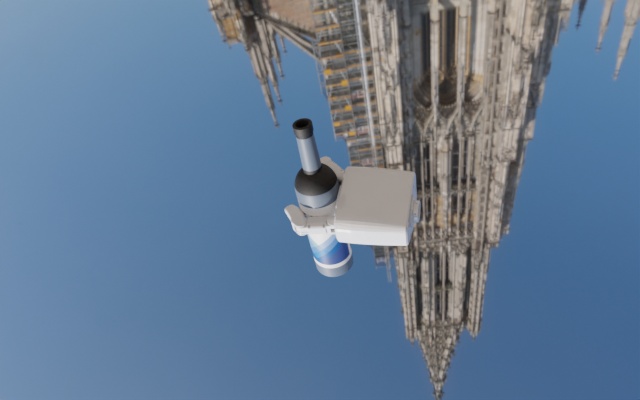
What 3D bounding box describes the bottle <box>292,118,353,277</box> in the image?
[{"bbox_3d":[0.000,0.003,0.742,0.069,0.296,0.069,-7,43,7],"label":"bottle"}]
